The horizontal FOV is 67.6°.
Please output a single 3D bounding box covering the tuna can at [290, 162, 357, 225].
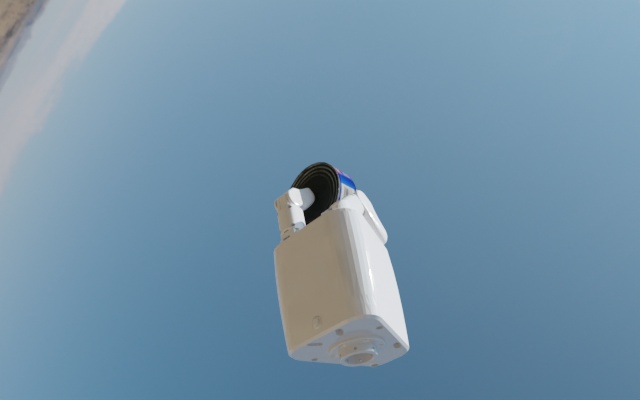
[{"bbox_3d":[0.000,0.002,0.546,0.034,0.086,0.086,26,-17,-40],"label":"tuna can"}]
